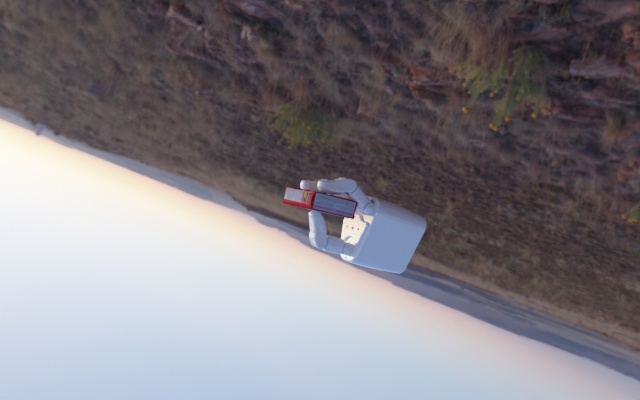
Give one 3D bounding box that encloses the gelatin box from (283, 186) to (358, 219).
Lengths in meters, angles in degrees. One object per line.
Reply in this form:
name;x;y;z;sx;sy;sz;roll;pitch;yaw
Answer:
gelatin box;0.000;0.003;0.724;0.089;0.030;0.073;13;0;-39
